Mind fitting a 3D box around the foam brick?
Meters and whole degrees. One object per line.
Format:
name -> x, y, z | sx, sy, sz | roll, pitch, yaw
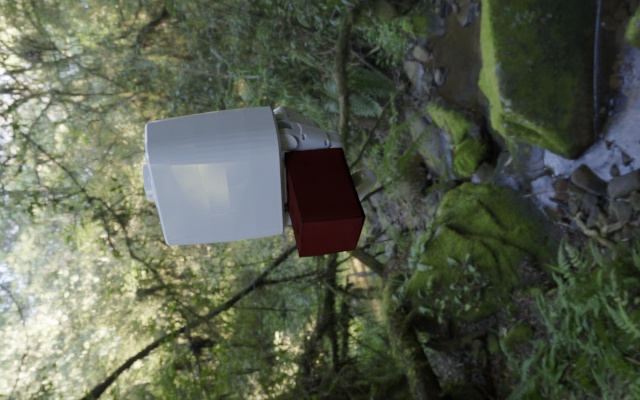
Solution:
foam brick -> 0.000, 0.001, 0.406 | 0.051, 0.078, 0.053 | -7, -38, -12
